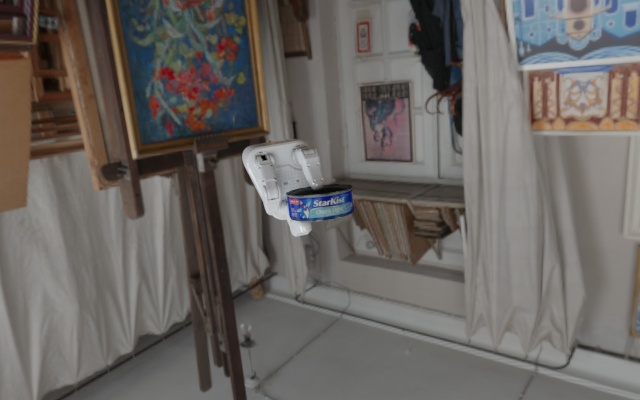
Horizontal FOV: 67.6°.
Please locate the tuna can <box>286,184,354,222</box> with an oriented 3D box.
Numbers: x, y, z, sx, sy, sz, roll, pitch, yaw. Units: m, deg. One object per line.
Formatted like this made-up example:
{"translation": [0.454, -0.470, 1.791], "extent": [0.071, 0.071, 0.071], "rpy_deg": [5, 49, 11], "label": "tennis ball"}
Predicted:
{"translation": [0.000, 0.003, 0.613], "extent": [0.086, 0.034, 0.086], "rpy_deg": [-6, 9, 1], "label": "tuna can"}
